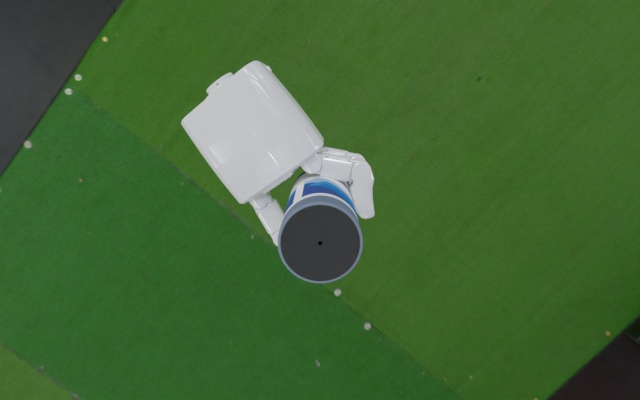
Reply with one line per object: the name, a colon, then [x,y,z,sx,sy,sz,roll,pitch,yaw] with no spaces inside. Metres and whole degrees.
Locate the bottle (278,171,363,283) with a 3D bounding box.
bottle: [0.000,0.002,0.512,0.069,0.069,0.295,0,12,0]
